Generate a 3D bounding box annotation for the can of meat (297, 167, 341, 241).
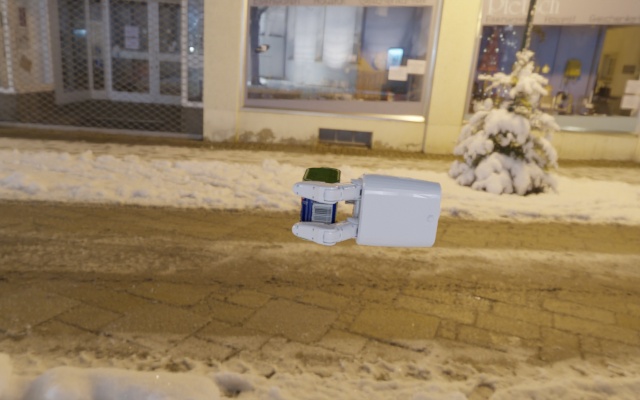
[{"bbox_3d":[0.000,0.002,0.680,0.057,0.084,0.102,5,16,1],"label":"can of meat"}]
